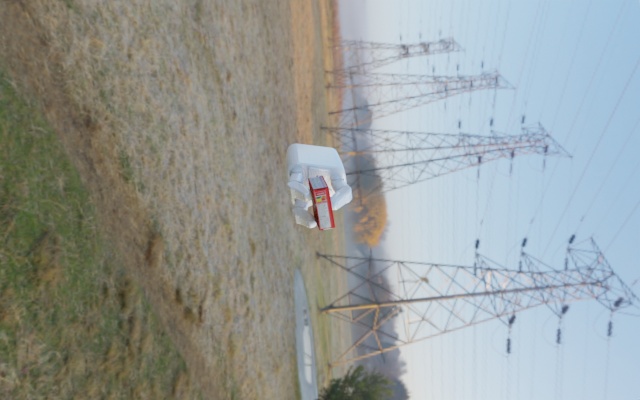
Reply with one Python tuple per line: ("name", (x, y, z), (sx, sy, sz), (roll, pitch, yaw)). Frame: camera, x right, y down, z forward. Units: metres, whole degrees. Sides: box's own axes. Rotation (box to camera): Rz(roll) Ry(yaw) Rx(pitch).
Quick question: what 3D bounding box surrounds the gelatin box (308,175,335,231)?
("gelatin box", (0.001, 0.003, 0.827), (0.030, 0.073, 0.089), (-10, 17, -5))
